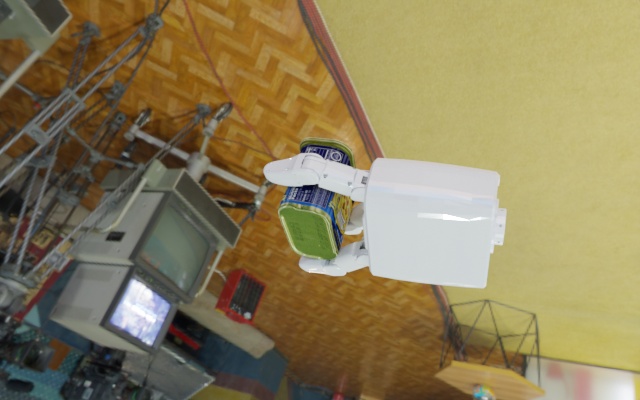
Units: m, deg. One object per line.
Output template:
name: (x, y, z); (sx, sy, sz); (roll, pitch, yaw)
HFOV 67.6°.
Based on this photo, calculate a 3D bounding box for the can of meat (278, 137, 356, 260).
can of meat: (0.000, 0.002, 0.485); (0.057, 0.084, 0.102); (8, -33, 16)
